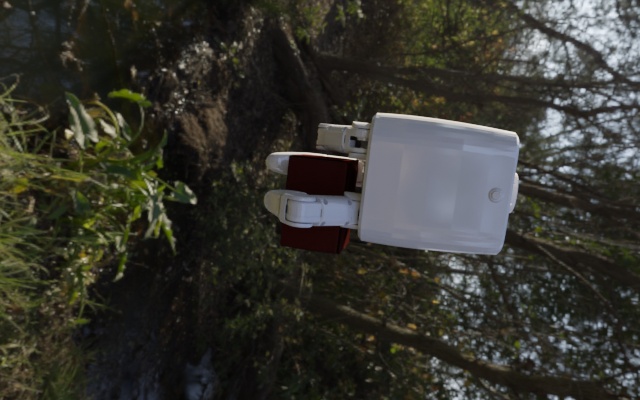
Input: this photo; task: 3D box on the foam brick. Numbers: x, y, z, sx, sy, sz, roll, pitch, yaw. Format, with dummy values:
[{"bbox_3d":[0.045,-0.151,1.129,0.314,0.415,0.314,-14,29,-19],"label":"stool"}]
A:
[{"bbox_3d":[0.000,0.002,0.406,0.051,0.078,0.053,8,8,10],"label":"foam brick"}]
